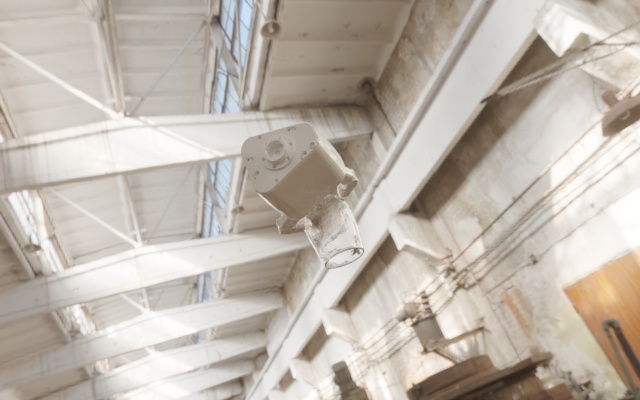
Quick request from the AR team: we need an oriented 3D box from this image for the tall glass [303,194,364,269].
[{"bbox_3d":[0.000,0.002,0.735,0.079,0.201,0.079,-19,-26,-10],"label":"tall glass"}]
